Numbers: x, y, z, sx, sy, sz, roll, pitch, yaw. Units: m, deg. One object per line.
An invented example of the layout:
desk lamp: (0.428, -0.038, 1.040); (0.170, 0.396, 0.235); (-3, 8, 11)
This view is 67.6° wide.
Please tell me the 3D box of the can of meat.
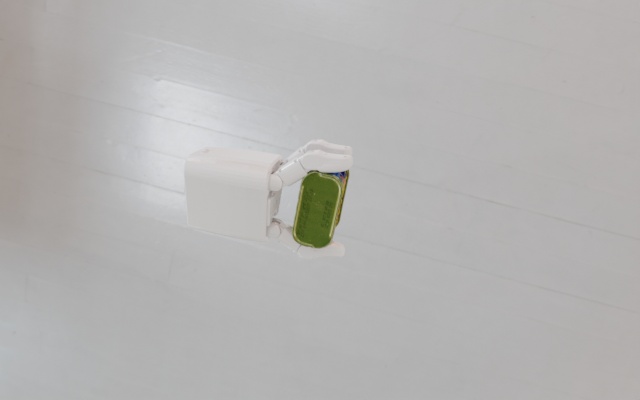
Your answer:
can of meat: (0.000, 0.002, 0.612); (0.057, 0.102, 0.084); (12, 17, 4)
